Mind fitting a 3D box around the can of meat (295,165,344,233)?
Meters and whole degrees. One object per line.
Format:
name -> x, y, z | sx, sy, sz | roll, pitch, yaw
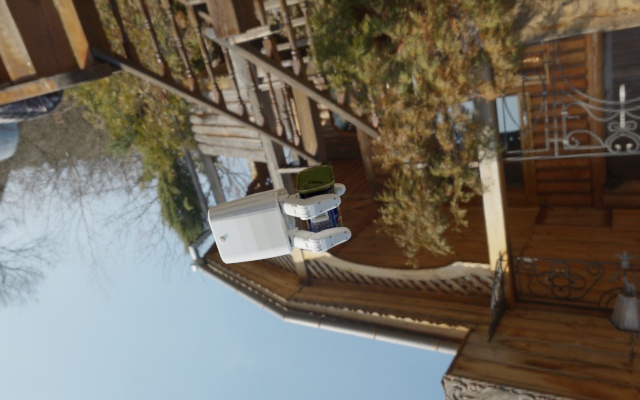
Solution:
can of meat -> 0.000, 0.003, 0.724 | 0.057, 0.084, 0.102 | -13, 20, 3
